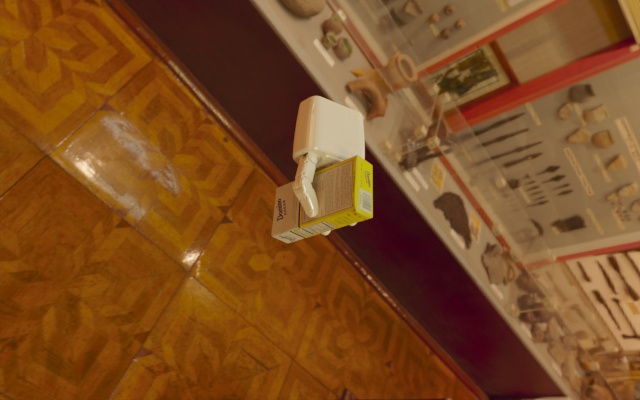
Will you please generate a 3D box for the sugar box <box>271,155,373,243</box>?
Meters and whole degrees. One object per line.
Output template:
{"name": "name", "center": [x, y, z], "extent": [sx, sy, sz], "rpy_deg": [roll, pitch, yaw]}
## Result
{"name": "sugar box", "center": [0.001, 0.003, 0.753], "extent": [0.176, 0.093, 0.048], "rpy_deg": [-21, -35, 40]}
